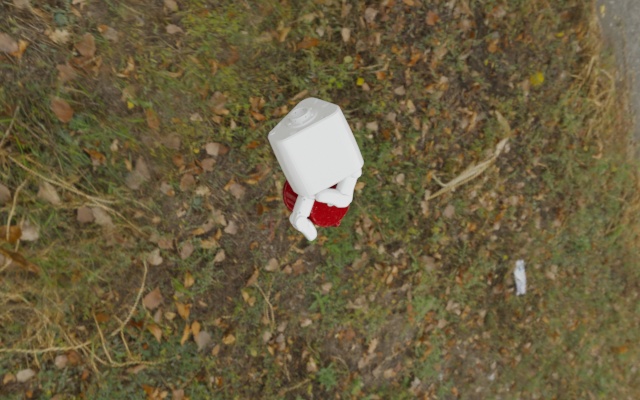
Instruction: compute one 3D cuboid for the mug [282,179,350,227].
[{"bbox_3d":[0.001,0.004,0.813,0.093,0.117,0.081,-39,38,-16],"label":"mug"}]
